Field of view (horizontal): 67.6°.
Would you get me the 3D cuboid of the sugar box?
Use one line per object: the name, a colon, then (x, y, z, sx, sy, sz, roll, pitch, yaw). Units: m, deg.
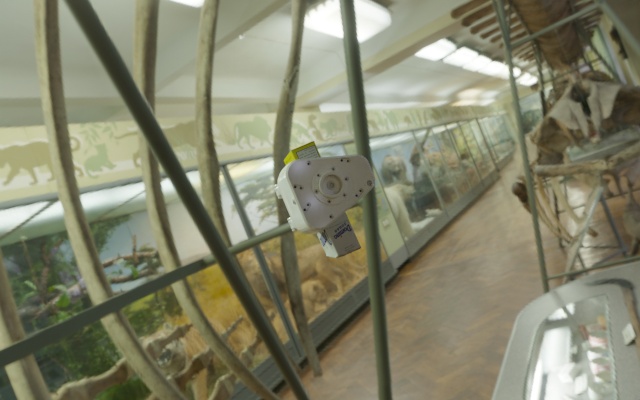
sugar box: (0.000, 0.003, 0.749, 0.048, 0.176, 0.093, -22, -1, -12)
